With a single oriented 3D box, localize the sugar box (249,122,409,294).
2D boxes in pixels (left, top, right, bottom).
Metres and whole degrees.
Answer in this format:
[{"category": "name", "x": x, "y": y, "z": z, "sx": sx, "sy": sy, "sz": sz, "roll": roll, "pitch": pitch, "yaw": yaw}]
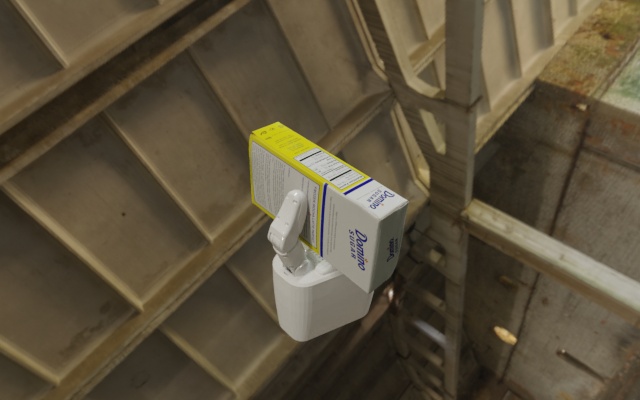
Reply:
[{"category": "sugar box", "x": 0.000, "y": 0.001, "z": 0.464, "sx": 0.176, "sy": 0.093, "sz": 0.048, "roll": 33, "pitch": 48, "yaw": 32}]
